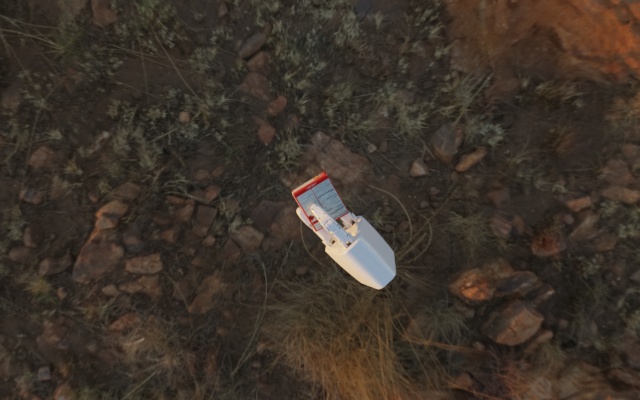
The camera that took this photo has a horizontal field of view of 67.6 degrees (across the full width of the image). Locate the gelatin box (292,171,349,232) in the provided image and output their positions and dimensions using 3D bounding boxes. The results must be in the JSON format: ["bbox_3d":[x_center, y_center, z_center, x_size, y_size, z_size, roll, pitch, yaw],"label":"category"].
[{"bbox_3d":[0.000,0.003,0.887,0.073,0.089,0.030,-31,19,0],"label":"gelatin box"}]
